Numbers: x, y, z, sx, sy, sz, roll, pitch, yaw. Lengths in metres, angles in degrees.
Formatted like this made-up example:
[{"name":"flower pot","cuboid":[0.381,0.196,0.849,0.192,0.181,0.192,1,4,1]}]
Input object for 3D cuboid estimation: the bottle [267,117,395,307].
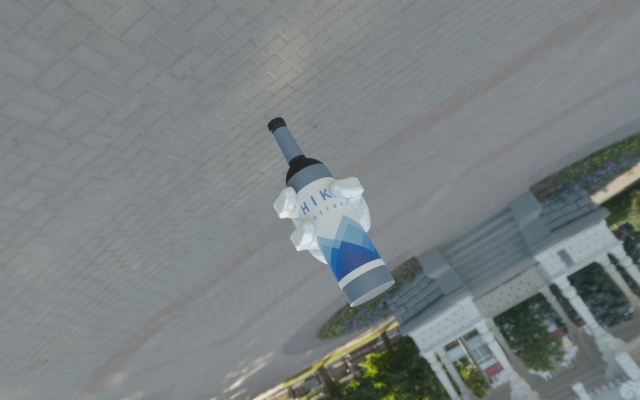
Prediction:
[{"name":"bottle","cuboid":[0.000,0.002,0.672,0.069,0.295,0.069,-26,-20,-10]}]
